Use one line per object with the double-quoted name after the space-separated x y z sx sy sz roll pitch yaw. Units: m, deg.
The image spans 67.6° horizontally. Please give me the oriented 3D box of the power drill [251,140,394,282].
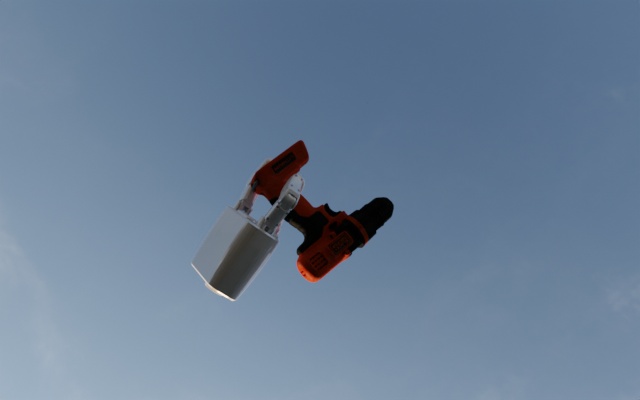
0.000 0.002 0.729 0.184 0.187 0.057 -38 -5 -23 "power drill"
